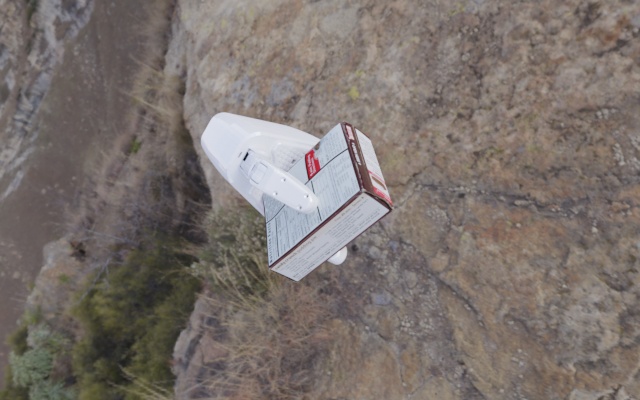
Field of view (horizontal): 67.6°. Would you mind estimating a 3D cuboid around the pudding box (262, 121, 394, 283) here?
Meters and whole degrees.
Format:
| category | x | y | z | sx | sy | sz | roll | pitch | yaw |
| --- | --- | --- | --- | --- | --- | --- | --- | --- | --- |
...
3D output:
| category | x | y | z | sx | sy | sz | roll | pitch | yaw |
| --- | --- | --- | --- | --- | --- | --- | --- | --- | --- |
| pudding box | 0.000 | 0.001 | 0.401 | 0.039 | 0.090 | 0.113 | 28 | -56 | -34 |
